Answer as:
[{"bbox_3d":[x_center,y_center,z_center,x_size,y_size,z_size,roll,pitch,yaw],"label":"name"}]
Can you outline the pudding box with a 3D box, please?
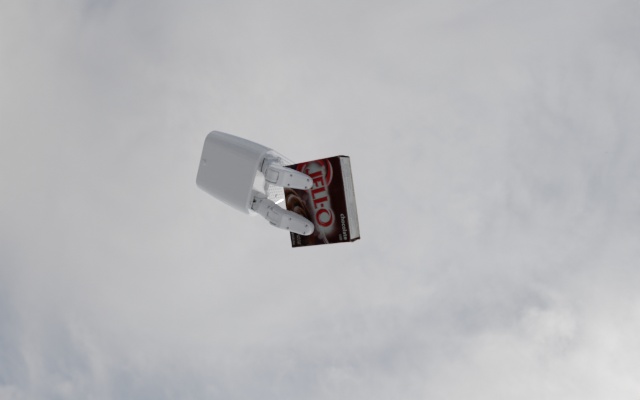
[{"bbox_3d":[0.000,0.002,0.629,0.090,0.113,0.039,-9,1,31],"label":"pudding box"}]
